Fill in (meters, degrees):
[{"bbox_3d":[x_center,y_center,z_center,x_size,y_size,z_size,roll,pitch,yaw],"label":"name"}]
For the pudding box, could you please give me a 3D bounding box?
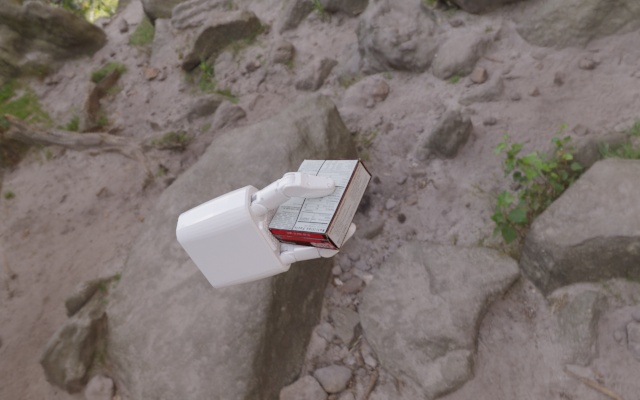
[{"bbox_3d":[0.000,0.002,0.576,0.090,0.113,0.039,4,-32,37],"label":"pudding box"}]
